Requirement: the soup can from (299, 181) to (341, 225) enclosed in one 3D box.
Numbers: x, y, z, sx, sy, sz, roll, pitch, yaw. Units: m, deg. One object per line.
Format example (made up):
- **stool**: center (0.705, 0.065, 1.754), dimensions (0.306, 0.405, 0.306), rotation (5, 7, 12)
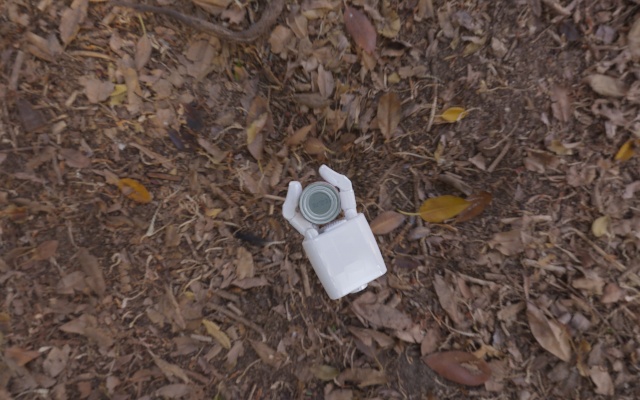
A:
- **soup can**: center (0.000, 0.002, 0.785), dimensions (0.068, 0.068, 0.102), rotation (0, 3, 1)
